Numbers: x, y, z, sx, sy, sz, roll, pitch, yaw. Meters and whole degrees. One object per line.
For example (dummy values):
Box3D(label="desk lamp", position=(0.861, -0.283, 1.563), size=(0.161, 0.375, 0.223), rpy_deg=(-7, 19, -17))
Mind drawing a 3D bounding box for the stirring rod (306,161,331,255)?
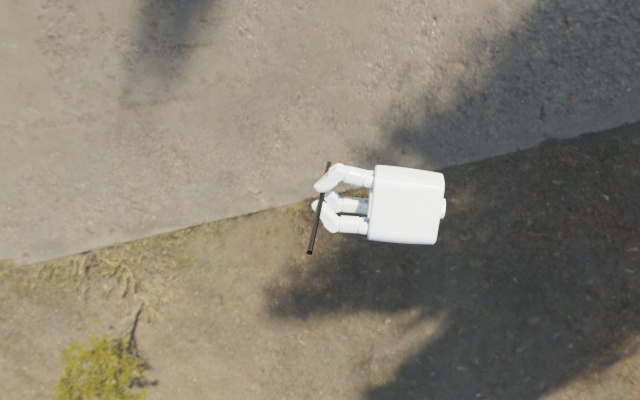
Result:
Box3D(label="stirring rod", position=(0.000, 0.002, 0.736), size=(0.011, 0.011, 0.239), rpy_deg=(0, 34, 9))
